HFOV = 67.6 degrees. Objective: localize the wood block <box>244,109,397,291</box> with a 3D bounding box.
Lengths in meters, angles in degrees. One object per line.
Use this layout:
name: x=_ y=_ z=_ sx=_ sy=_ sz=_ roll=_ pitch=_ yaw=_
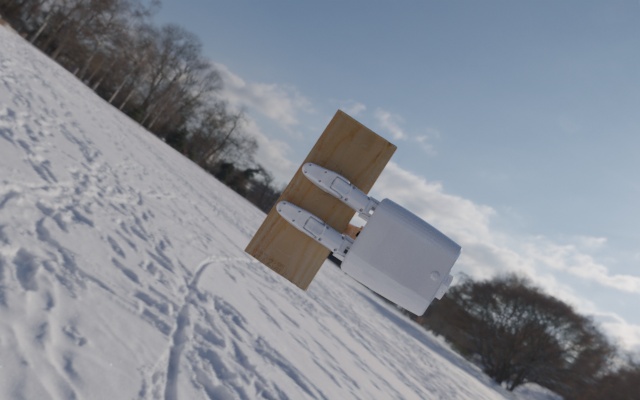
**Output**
wood block: x=0.000 y=0.002 z=0.613 sx=0.090 sy=0.206 sz=0.091 roll=33 pitch=-6 yaw=2
